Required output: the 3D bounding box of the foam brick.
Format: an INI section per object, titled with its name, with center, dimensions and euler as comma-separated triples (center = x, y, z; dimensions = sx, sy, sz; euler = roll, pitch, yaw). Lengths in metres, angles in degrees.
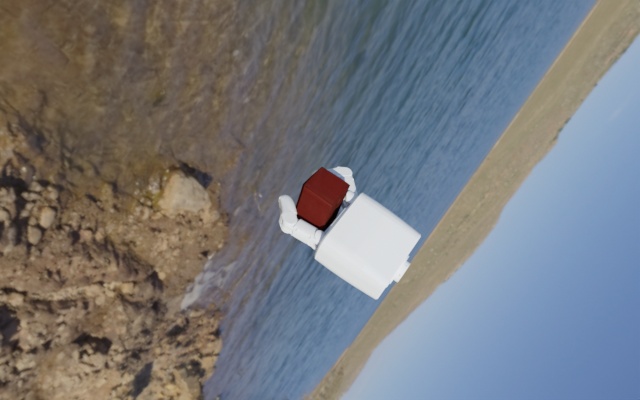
[foam brick]
center = 0.000, 0.002, 0.684
dimensions = 0.051, 0.078, 0.053
euler = 34, 48, 11
